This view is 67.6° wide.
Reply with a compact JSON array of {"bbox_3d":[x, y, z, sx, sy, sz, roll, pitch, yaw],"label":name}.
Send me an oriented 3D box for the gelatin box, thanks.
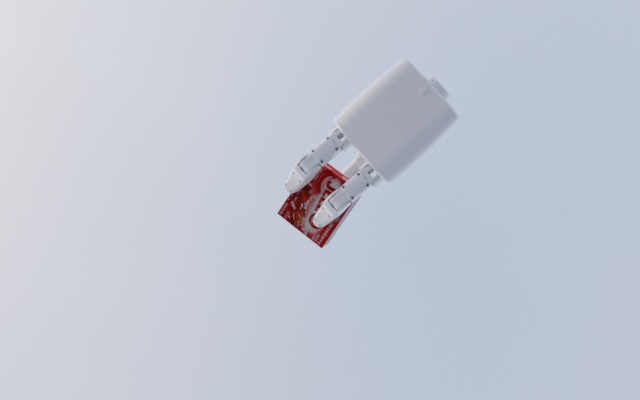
[{"bbox_3d":[0.000,0.002,0.594,0.073,0.089,0.030,37,17,12],"label":"gelatin box"}]
